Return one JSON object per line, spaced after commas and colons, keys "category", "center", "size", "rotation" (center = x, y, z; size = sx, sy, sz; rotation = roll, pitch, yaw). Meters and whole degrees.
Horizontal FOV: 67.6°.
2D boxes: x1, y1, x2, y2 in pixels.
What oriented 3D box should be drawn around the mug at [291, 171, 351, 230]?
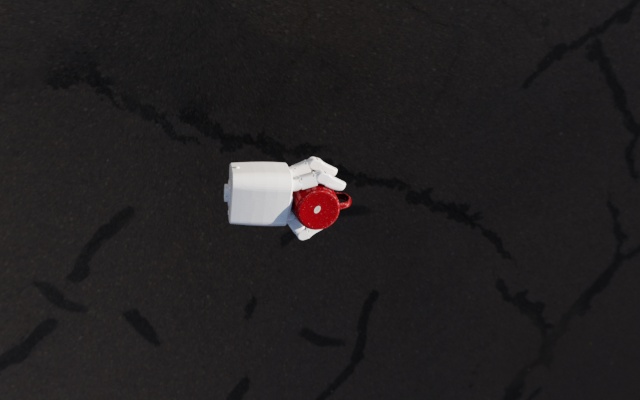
{"category": "mug", "center": [0.002, 0.003, 0.894], "size": [0.117, 0.093, 0.081], "rotation": [0, 23, -13]}
